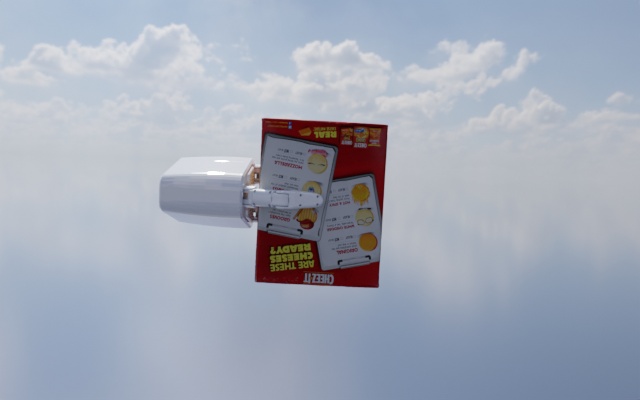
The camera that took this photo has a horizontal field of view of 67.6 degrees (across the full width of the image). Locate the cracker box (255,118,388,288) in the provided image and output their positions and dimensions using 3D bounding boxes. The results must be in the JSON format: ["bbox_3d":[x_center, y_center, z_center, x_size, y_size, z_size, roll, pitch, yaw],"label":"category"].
[{"bbox_3d":[0.000,0.002,0.642,0.164,0.214,0.072,3,4,0],"label":"cracker box"}]
